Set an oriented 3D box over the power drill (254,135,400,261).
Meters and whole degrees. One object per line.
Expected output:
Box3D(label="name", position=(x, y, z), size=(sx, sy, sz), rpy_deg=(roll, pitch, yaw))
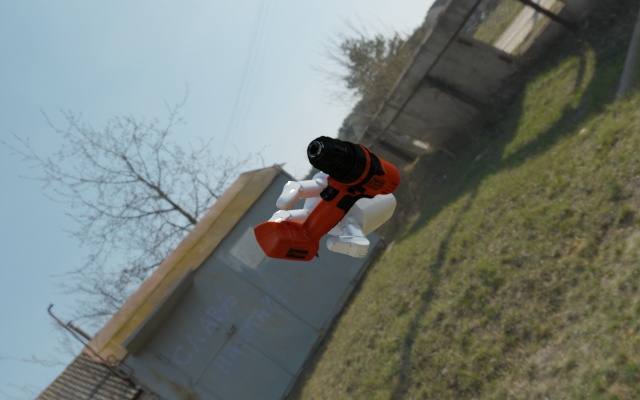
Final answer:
Box3D(label="power drill", position=(0.000, 0.002, 0.625), size=(0.188, 0.057, 0.184), rpy_deg=(-43, -32, 21))
